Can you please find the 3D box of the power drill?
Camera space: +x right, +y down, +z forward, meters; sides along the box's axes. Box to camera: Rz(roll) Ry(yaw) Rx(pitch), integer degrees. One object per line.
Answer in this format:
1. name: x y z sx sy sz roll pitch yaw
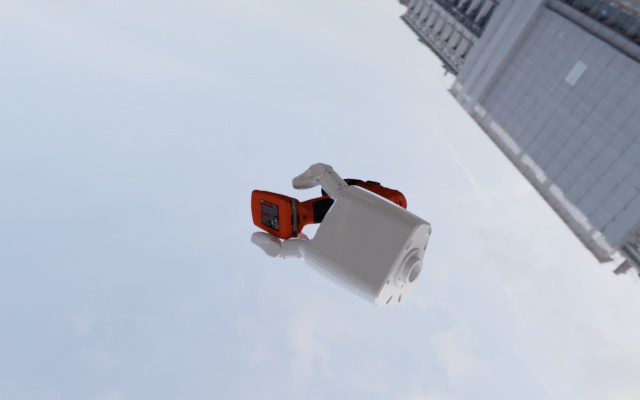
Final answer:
1. power drill: 0.000 0.002 0.681 0.187 0.057 0.184 -10 13 -30
